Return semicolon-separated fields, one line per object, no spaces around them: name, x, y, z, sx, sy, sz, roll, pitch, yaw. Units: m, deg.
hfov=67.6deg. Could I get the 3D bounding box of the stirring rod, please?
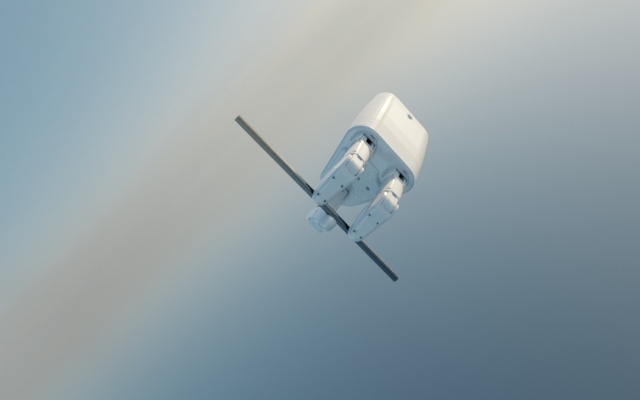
stirring rod;0.000;0.002;0.497;0.239;0.011;0.011;46;-12;-12
